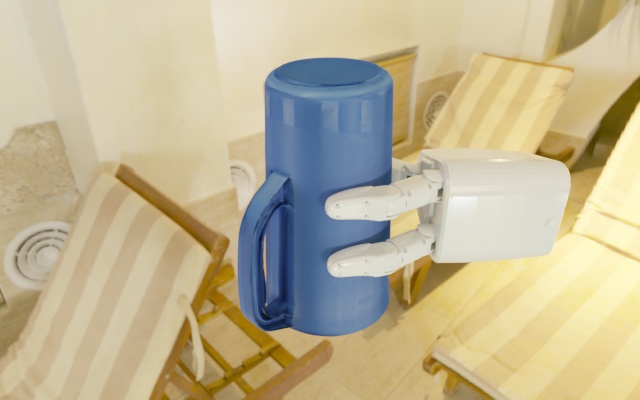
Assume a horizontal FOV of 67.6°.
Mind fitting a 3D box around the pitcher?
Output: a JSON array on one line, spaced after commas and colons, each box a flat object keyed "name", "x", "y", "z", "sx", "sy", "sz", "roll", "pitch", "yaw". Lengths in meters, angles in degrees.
[{"name": "pitcher", "x": 0.000, "y": 0.001, "z": 0.446, "sx": 0.145, "sy": 0.243, "sz": 0.149, "roll": 0, "pitch": 29, "yaw": 1}]
